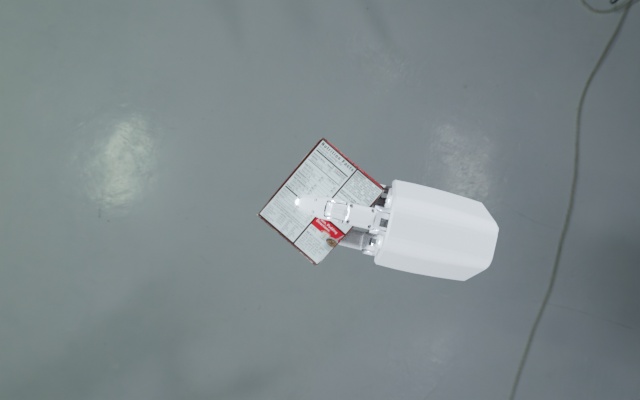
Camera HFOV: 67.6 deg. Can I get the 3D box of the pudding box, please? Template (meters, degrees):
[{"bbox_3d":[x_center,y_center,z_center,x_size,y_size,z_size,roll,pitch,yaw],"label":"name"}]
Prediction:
[{"bbox_3d":[0.000,0.002,0.523,0.090,0.113,0.039,41,0,1],"label":"pudding box"}]
